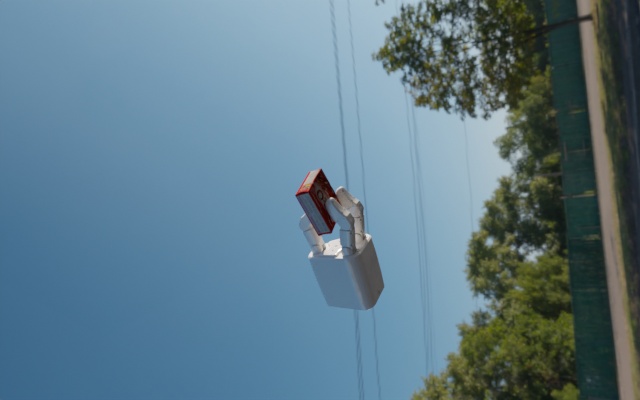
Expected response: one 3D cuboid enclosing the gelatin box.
[{"bbox_3d":[0.000,0.002,0.803,0.030,0.089,0.073,-15,28,29],"label":"gelatin box"}]
